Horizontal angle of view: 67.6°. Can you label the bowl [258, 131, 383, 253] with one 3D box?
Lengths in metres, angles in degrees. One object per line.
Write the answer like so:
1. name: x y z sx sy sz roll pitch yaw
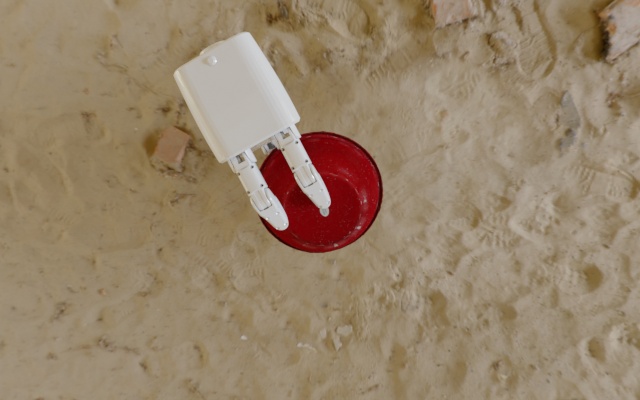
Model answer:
1. bowl: 0.001 0.003 0.574 0.162 0.162 0.055 0 21 -5
